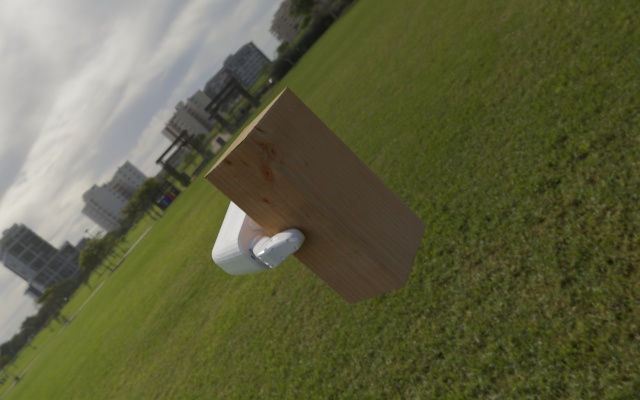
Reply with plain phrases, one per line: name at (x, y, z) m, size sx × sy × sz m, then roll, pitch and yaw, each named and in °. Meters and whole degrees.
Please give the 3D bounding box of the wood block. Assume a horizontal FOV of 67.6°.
wood block at (0.000, 0.002, 0.489) m, size 0.206 × 0.090 × 0.090 m, roll 43°, pitch -41°, yaw -15°
